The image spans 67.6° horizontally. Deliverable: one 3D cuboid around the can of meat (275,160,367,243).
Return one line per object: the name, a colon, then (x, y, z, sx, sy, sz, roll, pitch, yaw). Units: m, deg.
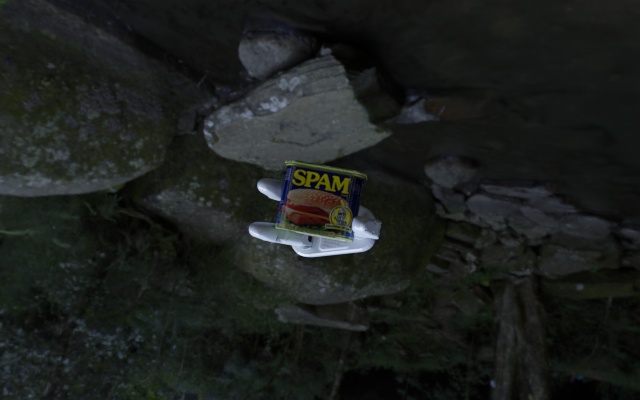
can of meat: (0.000, 0.002, 0.586, 0.102, 0.084, 0.057, 10, -5, 6)
